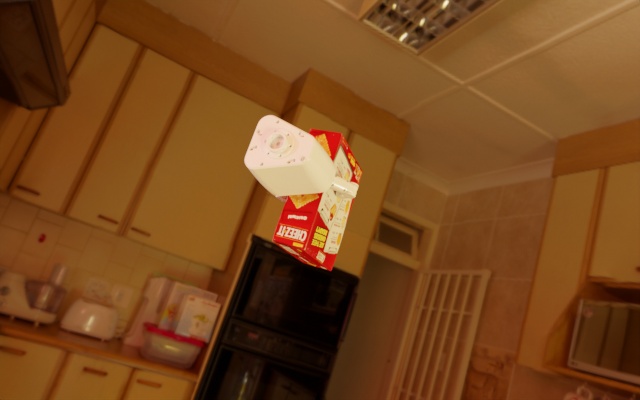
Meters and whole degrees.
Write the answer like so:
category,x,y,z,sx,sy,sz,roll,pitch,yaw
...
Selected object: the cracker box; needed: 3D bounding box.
category,x,y,z,sx,sy,sz,roll,pitch,yaw
cracker box,0.000,0.003,0.870,0.072,0.213,0.164,13,-16,22
